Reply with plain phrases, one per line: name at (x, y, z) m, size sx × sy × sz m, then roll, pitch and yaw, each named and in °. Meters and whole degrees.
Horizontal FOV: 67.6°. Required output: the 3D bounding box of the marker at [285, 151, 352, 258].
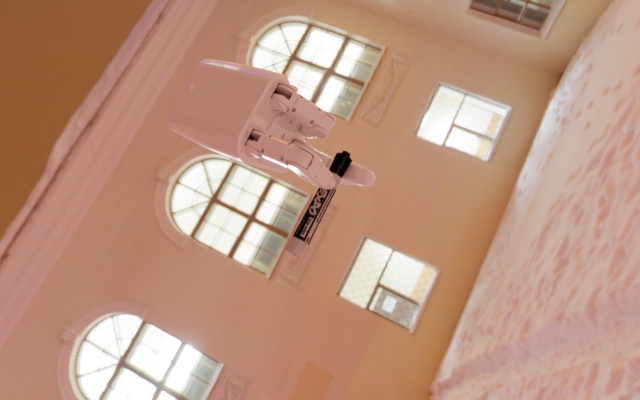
marker at (0.000, 0.002, 0.491) m, size 0.020 × 0.121 × 0.020 m, roll 26°, pitch -12°, yaw 6°
